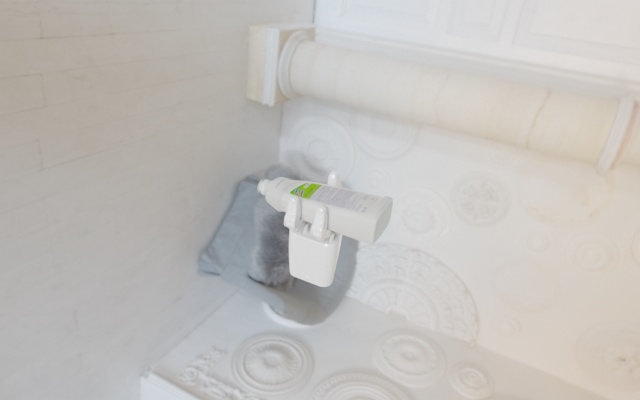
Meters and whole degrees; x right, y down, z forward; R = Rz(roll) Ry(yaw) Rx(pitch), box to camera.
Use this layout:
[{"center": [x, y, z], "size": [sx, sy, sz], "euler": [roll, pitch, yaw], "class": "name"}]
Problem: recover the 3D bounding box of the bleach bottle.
[{"center": [0.000, 0.003, 0.893], "size": [0.251, 0.068, 0.102], "euler": [18, 33, 21], "class": "bleach bottle"}]
